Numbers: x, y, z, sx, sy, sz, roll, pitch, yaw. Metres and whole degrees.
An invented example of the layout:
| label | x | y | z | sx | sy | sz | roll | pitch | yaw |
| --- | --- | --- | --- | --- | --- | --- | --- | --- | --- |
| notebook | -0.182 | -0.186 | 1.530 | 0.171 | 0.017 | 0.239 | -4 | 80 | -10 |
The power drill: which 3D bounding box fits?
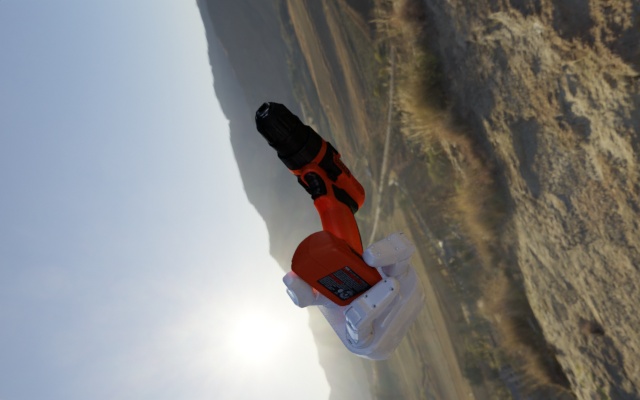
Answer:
| label | x | y | z | sx | sy | sz | roll | pitch | yaw |
| --- | --- | --- | --- | --- | --- | --- | --- | --- | --- |
| power drill | 0.000 | 0.002 | 0.501 | 0.057 | 0.187 | 0.184 | -30 | -48 | 22 |
